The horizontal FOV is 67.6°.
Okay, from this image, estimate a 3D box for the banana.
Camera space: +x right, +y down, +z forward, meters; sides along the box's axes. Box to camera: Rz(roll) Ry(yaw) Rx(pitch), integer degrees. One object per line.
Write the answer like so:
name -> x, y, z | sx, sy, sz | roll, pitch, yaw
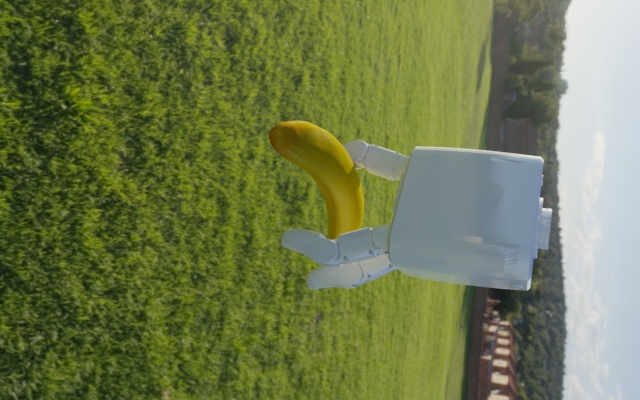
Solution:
banana -> 0.008, -0.011, 0.421 | 0.037, 0.069, 0.198 | 10, -33, 25
